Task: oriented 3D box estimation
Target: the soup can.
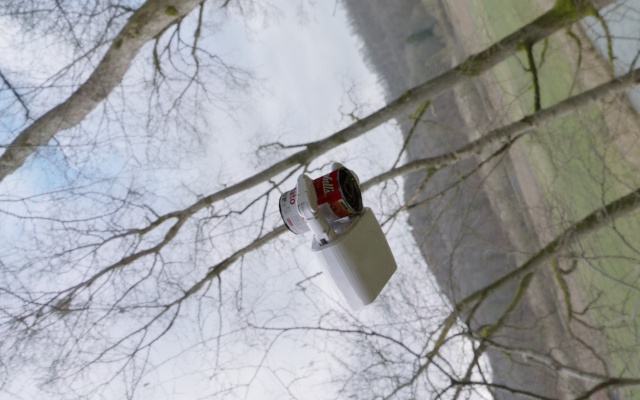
[{"bbox_3d":[0.000,0.002,0.680,0.102,0.068,0.068,-22,-10,25],"label":"soup can"}]
